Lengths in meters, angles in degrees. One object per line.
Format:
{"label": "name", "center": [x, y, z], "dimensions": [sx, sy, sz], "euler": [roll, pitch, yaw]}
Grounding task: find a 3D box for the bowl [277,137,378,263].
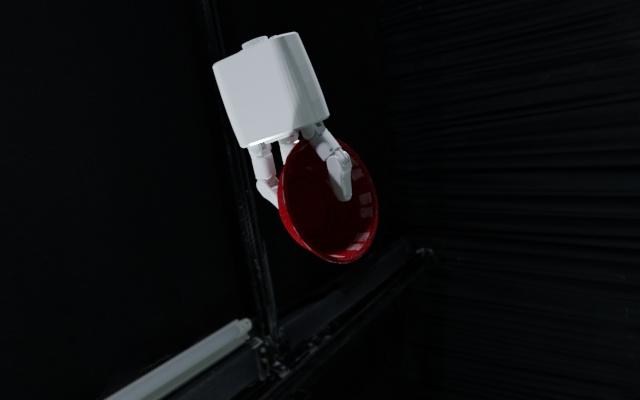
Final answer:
{"label": "bowl", "center": [0.000, 0.003, 0.598], "dimensions": [0.162, 0.162, 0.055], "euler": [0, -14, -44]}
